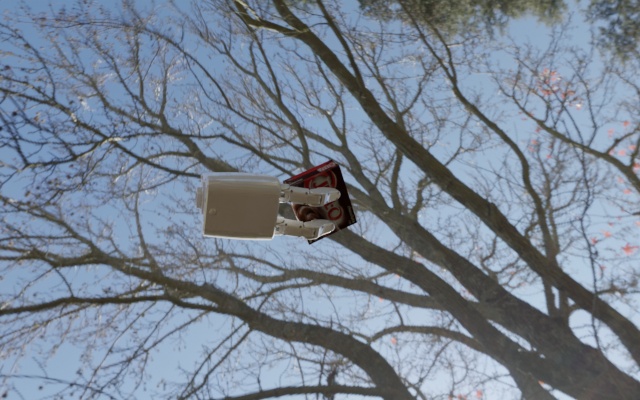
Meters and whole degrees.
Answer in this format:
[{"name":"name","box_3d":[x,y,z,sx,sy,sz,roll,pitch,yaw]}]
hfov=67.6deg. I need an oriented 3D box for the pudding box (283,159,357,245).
[{"name":"pudding box","box_3d":[0.000,0.002,0.767,0.090,0.113,0.039,-24,30,-9]}]
